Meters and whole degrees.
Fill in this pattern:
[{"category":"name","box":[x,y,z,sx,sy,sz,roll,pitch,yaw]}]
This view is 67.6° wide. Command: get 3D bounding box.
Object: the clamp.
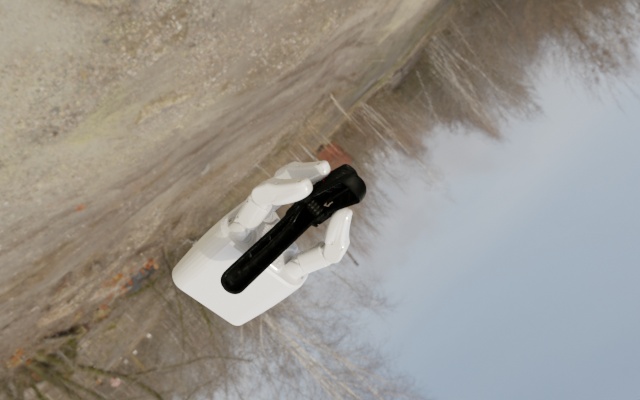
[{"category":"clamp","box":[0.001,0.002,0.484,0.164,0.036,0.210,-37,6,29]}]
